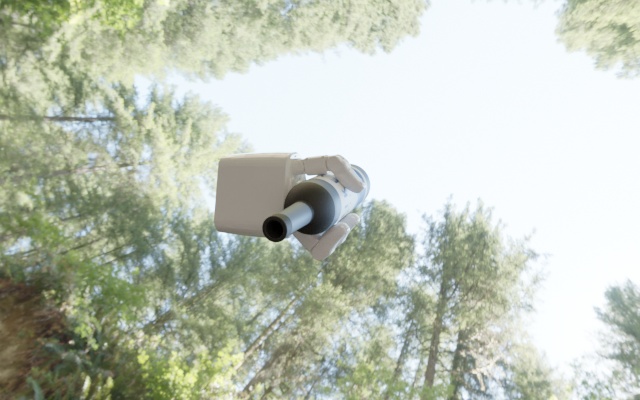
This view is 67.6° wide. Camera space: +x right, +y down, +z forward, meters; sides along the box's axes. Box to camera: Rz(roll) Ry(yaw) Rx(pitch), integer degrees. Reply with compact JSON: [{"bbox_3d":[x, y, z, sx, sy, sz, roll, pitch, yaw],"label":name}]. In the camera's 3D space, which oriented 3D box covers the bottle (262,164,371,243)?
[{"bbox_3d":[0.000,0.002,0.612,0.069,0.069,0.295,0,11,19],"label":"bottle"}]
